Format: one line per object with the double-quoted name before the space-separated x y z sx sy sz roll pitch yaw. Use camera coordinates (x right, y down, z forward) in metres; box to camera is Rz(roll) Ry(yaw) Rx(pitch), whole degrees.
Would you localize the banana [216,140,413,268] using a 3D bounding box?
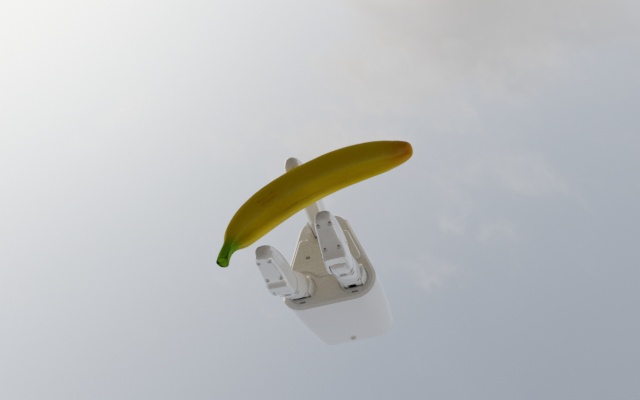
"banana" -0.011 -0.006 0.438 0.198 0.037 0.069 -32 41 -6
